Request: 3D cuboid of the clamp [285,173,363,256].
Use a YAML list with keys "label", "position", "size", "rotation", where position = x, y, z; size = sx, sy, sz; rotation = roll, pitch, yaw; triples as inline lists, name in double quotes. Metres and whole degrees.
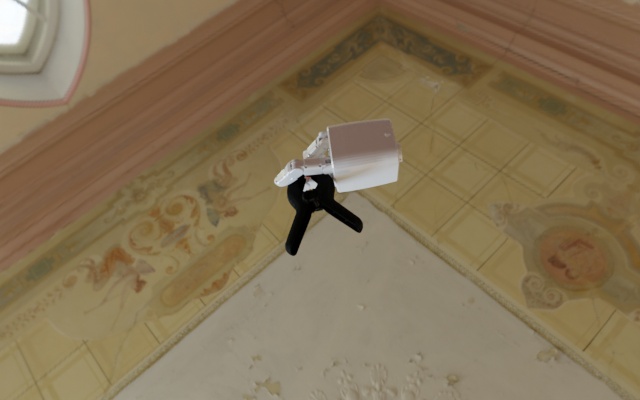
- label: "clamp"
  position: [0.000, 0.003, 0.752]
  size: [0.120, 0.171, 0.039]
  rotation: [-9, -36, 4]
